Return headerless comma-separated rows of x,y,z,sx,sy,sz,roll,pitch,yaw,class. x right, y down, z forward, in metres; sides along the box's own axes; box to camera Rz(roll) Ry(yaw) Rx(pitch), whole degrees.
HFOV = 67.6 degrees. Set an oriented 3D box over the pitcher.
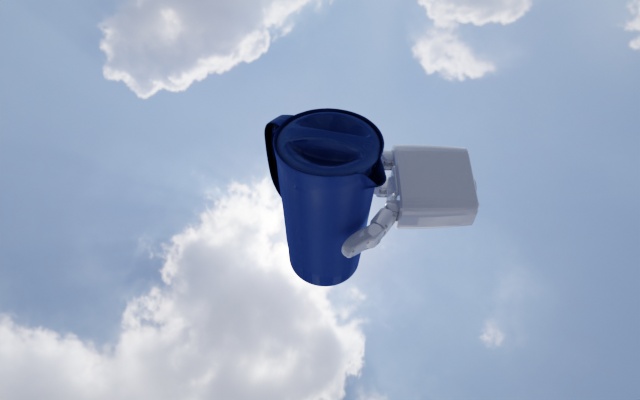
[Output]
0.000,0.002,0.655,0.145,0.149,0.243,-2,-45,-4,pitcher
